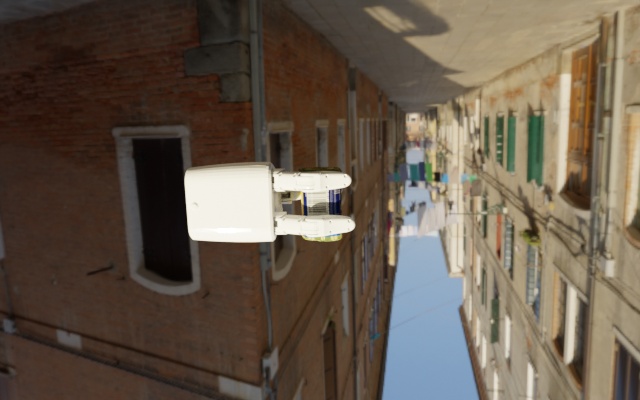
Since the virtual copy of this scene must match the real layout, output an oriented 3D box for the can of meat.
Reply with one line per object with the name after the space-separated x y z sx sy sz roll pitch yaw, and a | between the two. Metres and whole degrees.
0.000 0.002 0.632 0.057 0.084 0.102 -2 9 -1 | can of meat
